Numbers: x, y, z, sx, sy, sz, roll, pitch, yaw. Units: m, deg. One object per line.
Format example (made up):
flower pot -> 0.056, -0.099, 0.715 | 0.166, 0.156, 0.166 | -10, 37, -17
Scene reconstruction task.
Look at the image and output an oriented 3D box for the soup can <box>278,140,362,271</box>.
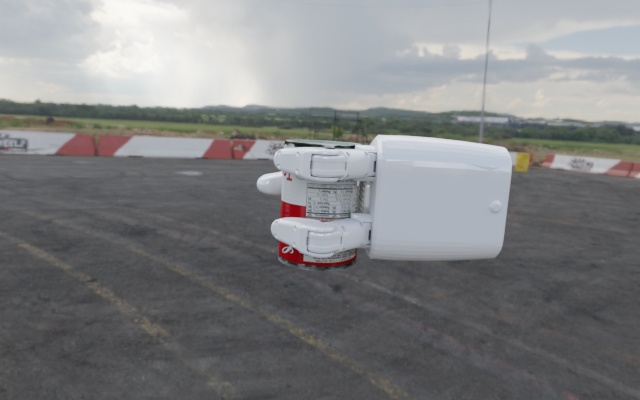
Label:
soup can -> 0.000, 0.001, 0.407 | 0.068, 0.102, 0.068 | 3, 10, -1
